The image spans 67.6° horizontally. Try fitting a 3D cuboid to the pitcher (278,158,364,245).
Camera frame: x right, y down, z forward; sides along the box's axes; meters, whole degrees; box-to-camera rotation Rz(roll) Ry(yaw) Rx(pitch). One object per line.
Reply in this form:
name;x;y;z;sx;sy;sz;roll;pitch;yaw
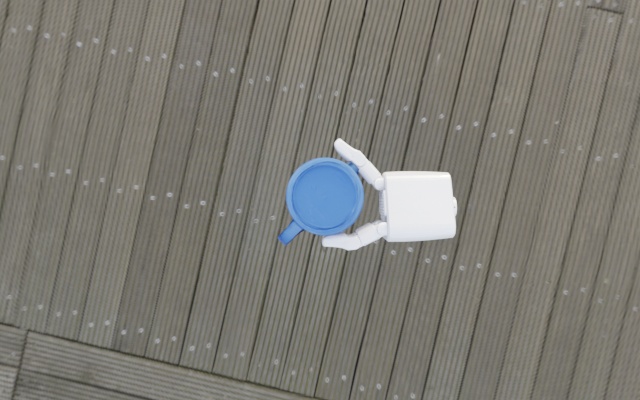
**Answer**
pitcher;0.000;0.002;0.767;0.145;0.149;0.243;1;0;1
